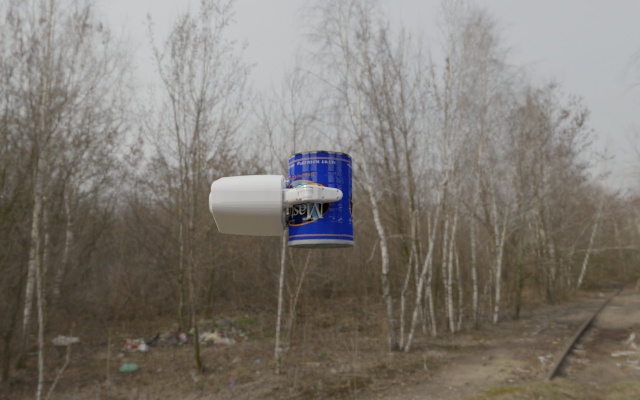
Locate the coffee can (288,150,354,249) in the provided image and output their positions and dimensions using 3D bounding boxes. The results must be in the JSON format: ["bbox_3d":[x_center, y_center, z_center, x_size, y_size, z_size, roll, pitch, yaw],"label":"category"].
[{"bbox_3d":[0.000,0.003,0.750,0.103,0.140,0.103,0,-9,0],"label":"coffee can"}]
